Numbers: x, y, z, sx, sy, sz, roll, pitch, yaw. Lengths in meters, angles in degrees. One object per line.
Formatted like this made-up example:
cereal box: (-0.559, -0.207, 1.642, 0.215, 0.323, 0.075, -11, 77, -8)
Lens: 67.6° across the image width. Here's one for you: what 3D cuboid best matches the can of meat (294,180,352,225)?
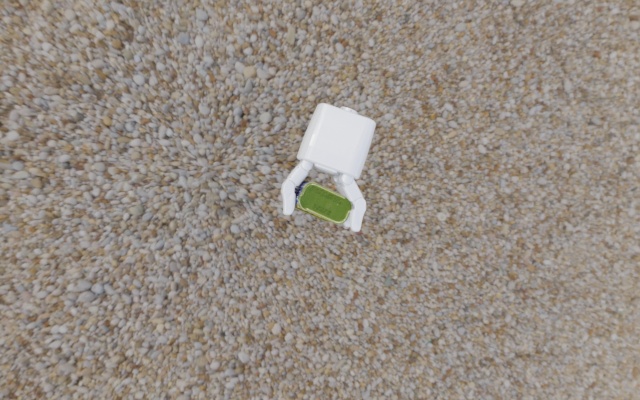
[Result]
can of meat: (0.000, 0.003, 0.869, 0.102, 0.057, 0.084, 24, -3, -14)
